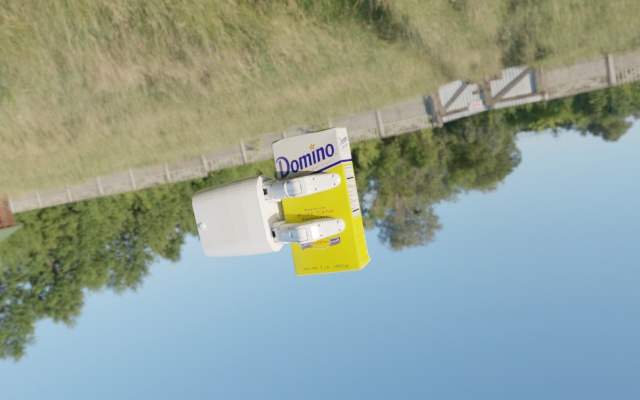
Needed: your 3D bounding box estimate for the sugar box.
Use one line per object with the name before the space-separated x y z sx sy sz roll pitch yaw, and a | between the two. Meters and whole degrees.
sugar box | 0.000 0.002 0.605 0.093 0.176 0.048 -10 6 23
